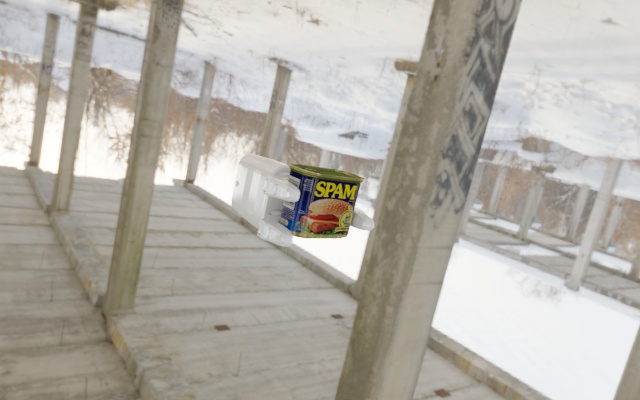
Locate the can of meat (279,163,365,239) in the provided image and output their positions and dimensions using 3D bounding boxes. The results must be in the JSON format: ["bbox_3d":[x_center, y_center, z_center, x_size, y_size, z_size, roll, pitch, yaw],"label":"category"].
[{"bbox_3d":[0.000,0.002,0.618,0.102,0.084,0.057,5,13,-41],"label":"can of meat"}]
